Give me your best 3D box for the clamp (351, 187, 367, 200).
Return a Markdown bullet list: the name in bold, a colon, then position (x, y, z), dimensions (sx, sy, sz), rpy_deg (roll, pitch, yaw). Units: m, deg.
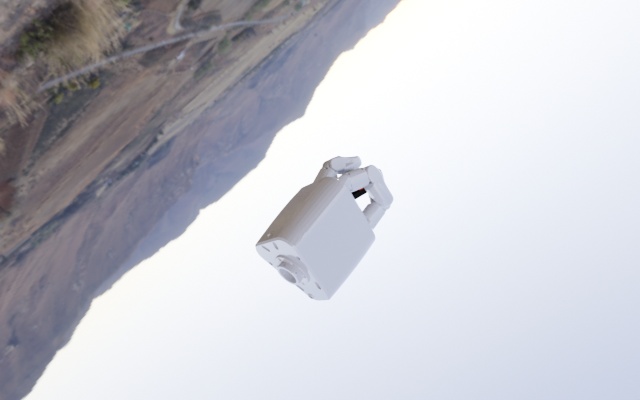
- **clamp**: position (0.001, 0.003, 0.683), dimensions (0.120, 0.039, 0.171), rpy_deg (-50, 16, -30)
